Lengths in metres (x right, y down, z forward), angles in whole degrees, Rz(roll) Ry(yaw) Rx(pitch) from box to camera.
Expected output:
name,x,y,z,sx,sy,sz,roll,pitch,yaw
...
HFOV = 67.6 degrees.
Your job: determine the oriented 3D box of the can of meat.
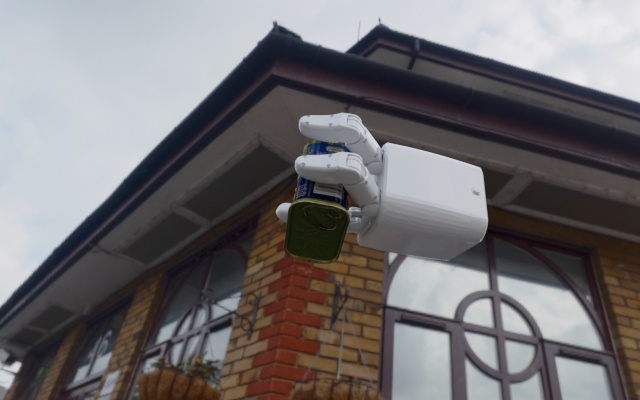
name,x,y,z,sx,sy,sz,roll,pitch,yaw
can of meat,0.000,0.001,0.485,0.057,0.084,0.102,10,-38,-1
